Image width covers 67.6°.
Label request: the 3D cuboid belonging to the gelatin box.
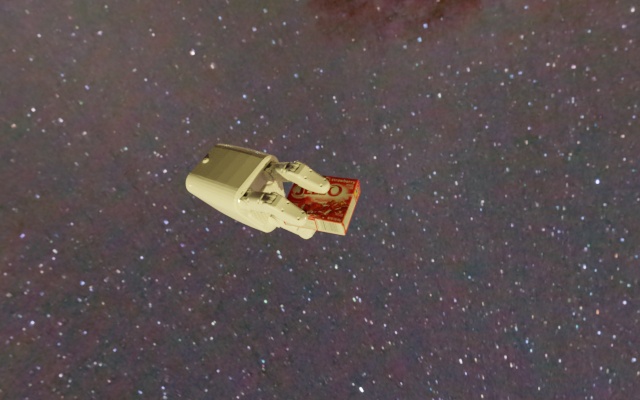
[{"bbox_3d":[0.001,0.002,0.628,0.089,0.073,0.030,9,-36,21],"label":"gelatin box"}]
